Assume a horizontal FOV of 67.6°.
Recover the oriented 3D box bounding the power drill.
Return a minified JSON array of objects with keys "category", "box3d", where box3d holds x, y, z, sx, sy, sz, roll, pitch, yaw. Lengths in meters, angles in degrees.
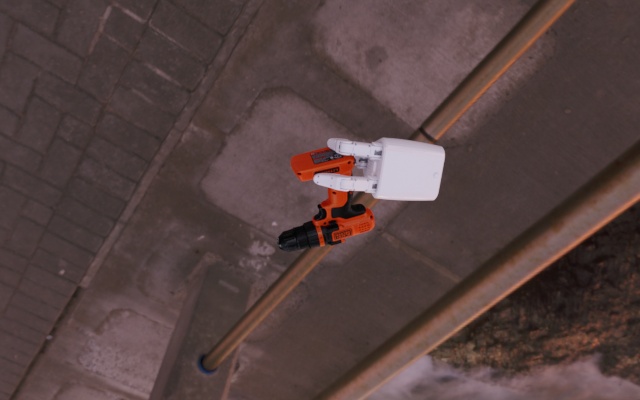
[{"category":"power drill","box3d":[0.000,0.002,0.841,0.184,0.188,0.057,-16,40,-7]}]
